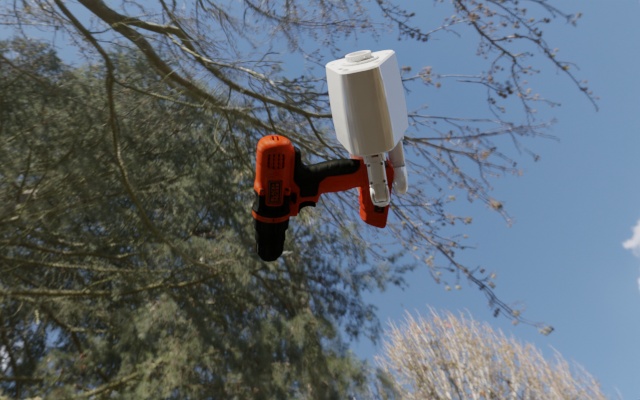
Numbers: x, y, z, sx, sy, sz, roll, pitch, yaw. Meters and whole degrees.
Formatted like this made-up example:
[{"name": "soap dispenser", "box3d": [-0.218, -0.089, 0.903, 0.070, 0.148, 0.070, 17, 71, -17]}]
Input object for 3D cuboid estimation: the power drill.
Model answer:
[{"name": "power drill", "box3d": [0.001, 0.002, 0.661, 0.187, 0.184, 0.057, -1, 28, -13]}]
